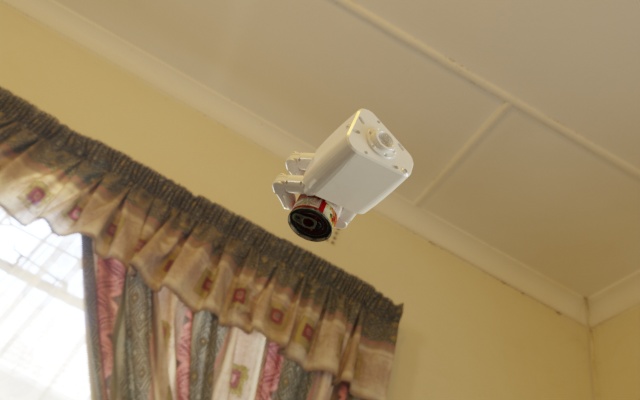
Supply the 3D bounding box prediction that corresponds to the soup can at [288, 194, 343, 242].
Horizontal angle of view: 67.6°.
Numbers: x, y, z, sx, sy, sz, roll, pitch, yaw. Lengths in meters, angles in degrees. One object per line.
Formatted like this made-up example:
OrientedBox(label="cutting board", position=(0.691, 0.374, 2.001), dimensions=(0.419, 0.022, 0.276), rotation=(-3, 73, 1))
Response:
OrientedBox(label="soup can", position=(0.000, 0.002, 0.716), dimensions=(0.068, 0.068, 0.102), rotation=(0, 41, 24))
